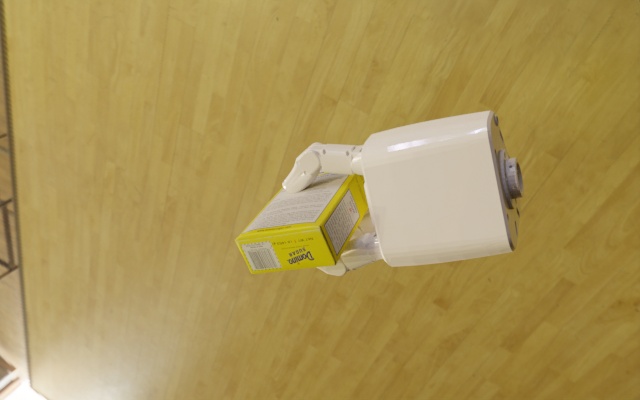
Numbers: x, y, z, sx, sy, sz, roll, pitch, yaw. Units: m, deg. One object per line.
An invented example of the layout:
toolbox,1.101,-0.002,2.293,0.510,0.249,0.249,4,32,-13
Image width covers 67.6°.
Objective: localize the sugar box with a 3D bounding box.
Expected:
sugar box,0.000,0.002,0.476,0.093,0.048,0.176,-9,23,30
